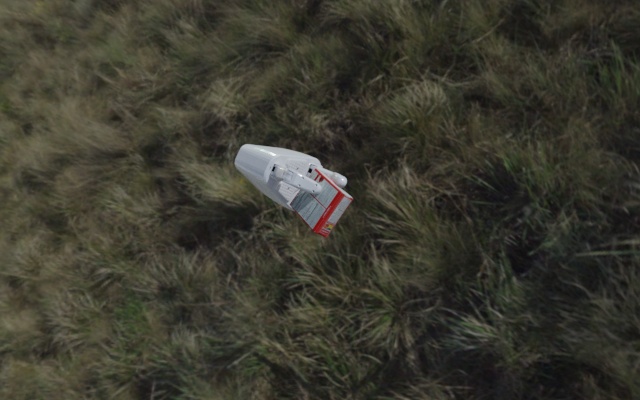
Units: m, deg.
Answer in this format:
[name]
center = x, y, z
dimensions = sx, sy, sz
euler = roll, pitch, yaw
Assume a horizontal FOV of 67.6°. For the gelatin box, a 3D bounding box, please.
[gelatin box]
center = 0.000, 0.002, 0.733
dimensions = 0.030, 0.073, 0.089
euler = 27, 11, -40
